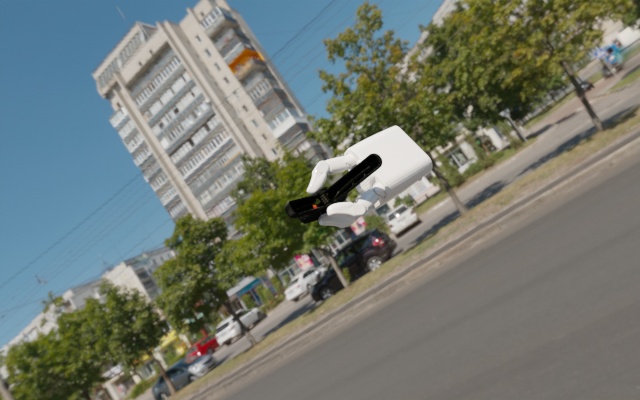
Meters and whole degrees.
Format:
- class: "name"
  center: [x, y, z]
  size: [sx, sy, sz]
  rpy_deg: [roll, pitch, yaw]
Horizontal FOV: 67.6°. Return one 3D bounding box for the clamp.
- class: "clamp"
  center: [0.000, 0.002, 0.771]
  size: [0.164, 0.036, 0.210]
  rpy_deg: [-29, -8, -22]
